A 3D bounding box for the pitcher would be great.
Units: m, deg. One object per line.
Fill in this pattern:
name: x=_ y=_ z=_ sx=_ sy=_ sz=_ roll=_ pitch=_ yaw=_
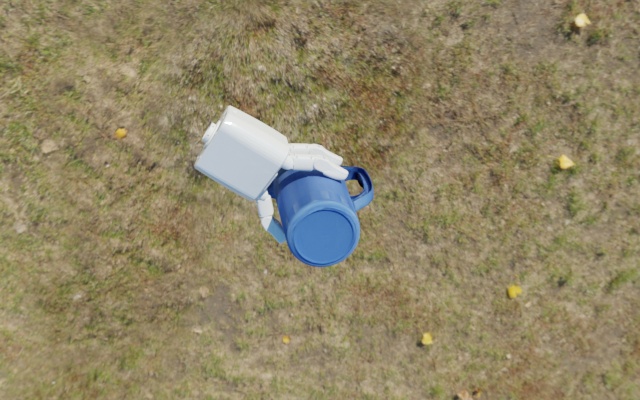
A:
pitcher: x=0.000 y=0.003 z=0.784 sx=0.145 sy=0.149 sz=0.242 roll=32 pitch=15 yaw=-19
